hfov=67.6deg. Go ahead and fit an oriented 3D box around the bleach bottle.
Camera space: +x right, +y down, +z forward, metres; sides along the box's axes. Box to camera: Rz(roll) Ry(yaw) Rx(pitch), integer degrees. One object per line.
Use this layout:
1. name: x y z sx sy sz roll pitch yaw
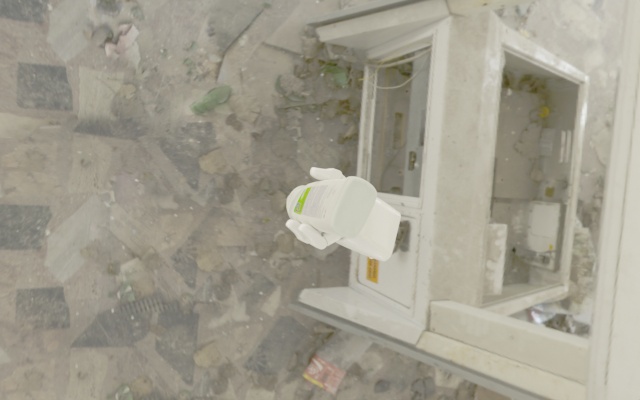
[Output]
1. bleach bottle: 0.000 0.003 0.881 0.068 0.102 0.251 29 -8 -25
